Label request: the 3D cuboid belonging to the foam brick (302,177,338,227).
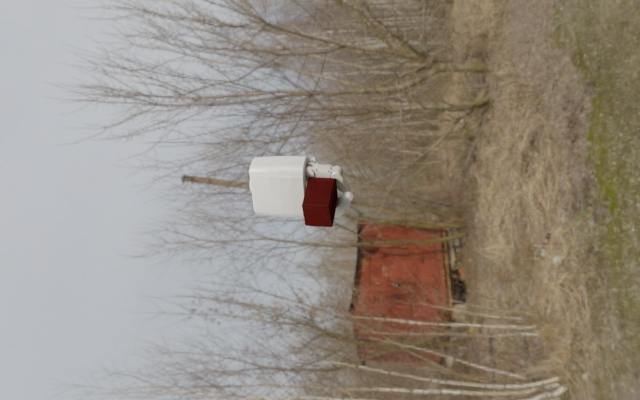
[{"bbox_3d":[0.000,0.003,0.863,0.051,0.053,0.078,3,44,10],"label":"foam brick"}]
